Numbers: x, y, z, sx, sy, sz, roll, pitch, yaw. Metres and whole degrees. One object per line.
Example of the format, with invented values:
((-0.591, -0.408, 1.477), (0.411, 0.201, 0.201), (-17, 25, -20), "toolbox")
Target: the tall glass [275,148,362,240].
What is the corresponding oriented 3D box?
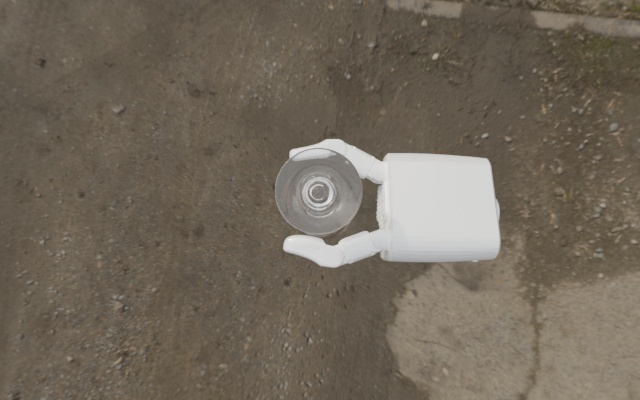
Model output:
((0.000, 0.002, 0.502), (0.079, 0.079, 0.201), (0, -6, 1), "tall glass")
